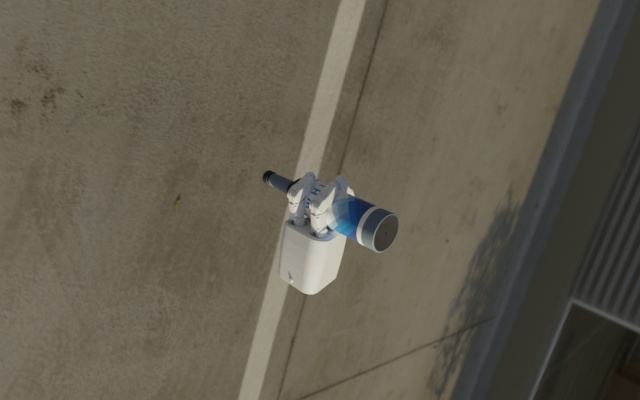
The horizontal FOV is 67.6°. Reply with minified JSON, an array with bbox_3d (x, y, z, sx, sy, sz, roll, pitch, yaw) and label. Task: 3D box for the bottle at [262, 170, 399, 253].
[{"bbox_3d":[0.000,0.003,0.840,0.295,0.069,0.069,25,16,39],"label":"bottle"}]
